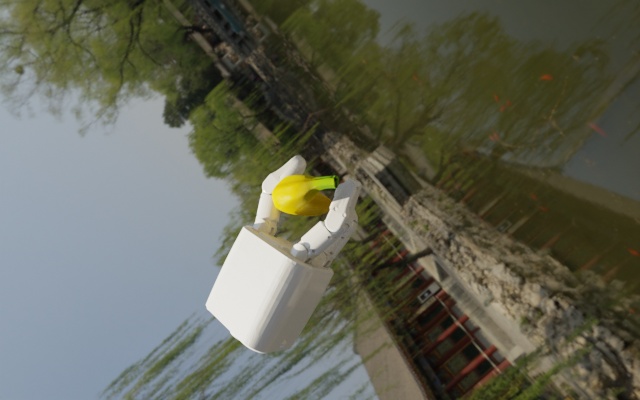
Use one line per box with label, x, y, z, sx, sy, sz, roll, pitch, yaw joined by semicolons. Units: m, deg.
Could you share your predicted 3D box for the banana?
banana;-0.018;-0.001;0.542;0.069;0.037;0.198;8;-5;0
